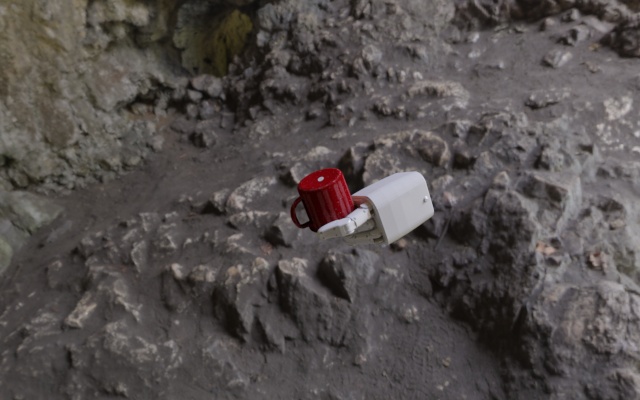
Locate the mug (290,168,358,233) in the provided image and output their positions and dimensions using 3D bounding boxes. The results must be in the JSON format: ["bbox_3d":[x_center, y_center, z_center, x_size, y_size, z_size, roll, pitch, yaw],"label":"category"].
[{"bbox_3d":[-0.001,0.003,0.816,0.117,0.081,0.093,-29,26,-16],"label":"mug"}]
